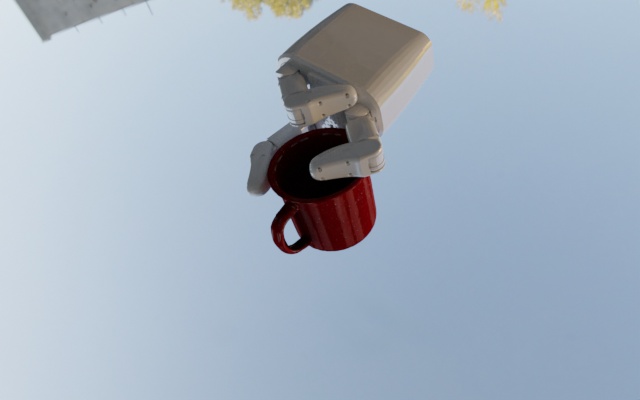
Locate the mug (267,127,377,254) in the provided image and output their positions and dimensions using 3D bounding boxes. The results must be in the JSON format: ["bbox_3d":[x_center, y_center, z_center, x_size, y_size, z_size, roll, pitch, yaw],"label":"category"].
[{"bbox_3d":[-0.001,0.003,0.436,0.093,0.117,0.082,23,-31,32],"label":"mug"}]
